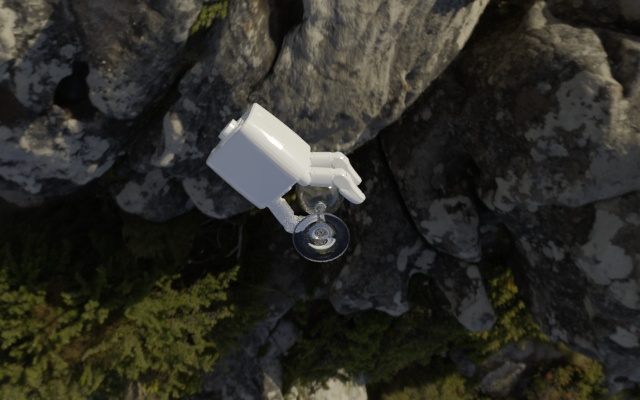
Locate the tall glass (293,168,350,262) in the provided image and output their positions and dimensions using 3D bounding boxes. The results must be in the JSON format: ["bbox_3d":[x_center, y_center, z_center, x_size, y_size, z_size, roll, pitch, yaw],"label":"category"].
[{"bbox_3d":[0.000,0.003,0.704,0.079,0.079,0.201,0,28,0],"label":"tall glass"}]
